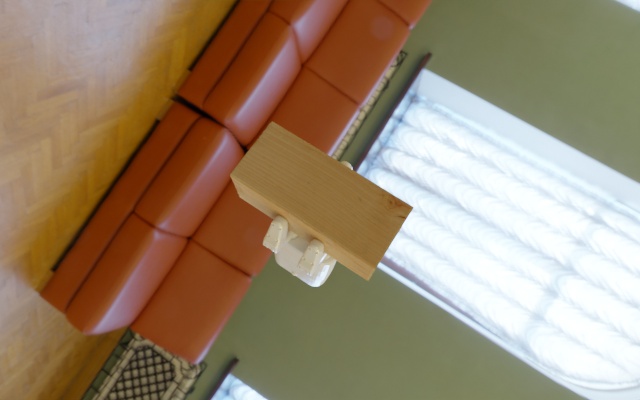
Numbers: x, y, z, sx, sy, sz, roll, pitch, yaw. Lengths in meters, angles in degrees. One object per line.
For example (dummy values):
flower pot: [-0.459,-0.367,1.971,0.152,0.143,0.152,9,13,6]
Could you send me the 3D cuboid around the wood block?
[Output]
wood block: [0.000,0.002,0.607,0.206,0.090,0.090,32,-16,10]
